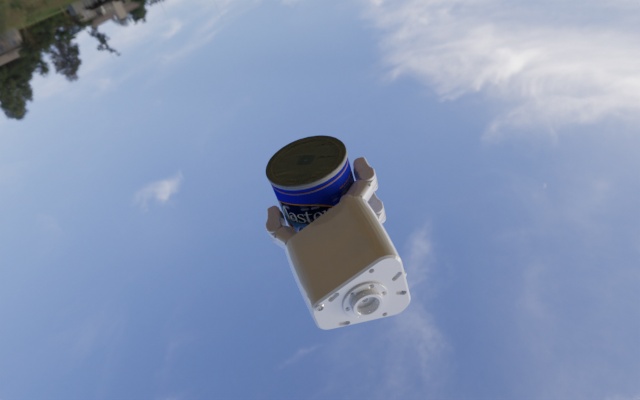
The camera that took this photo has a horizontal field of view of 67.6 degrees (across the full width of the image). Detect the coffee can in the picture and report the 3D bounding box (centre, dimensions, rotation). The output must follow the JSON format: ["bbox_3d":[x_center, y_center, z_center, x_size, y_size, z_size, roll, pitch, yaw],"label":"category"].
[{"bbox_3d":[0.000,0.002,0.620,0.103,0.140,0.102,-12,38,10],"label":"coffee can"}]
